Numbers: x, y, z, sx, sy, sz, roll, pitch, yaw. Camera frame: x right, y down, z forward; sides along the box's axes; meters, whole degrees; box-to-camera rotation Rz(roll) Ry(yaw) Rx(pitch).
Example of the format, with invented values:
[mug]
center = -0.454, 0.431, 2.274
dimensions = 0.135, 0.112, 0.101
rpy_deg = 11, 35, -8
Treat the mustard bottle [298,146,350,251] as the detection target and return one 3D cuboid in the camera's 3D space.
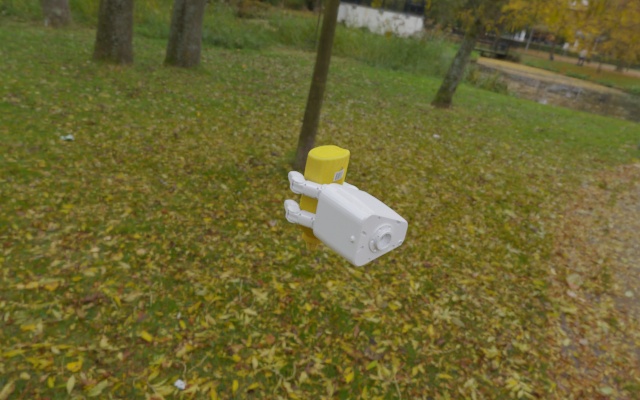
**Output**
[mustard bottle]
center = 0.000, 0.002, 0.848
dimensions = 0.058, 0.192, 0.096
rpy_deg = 21, 25, 24
